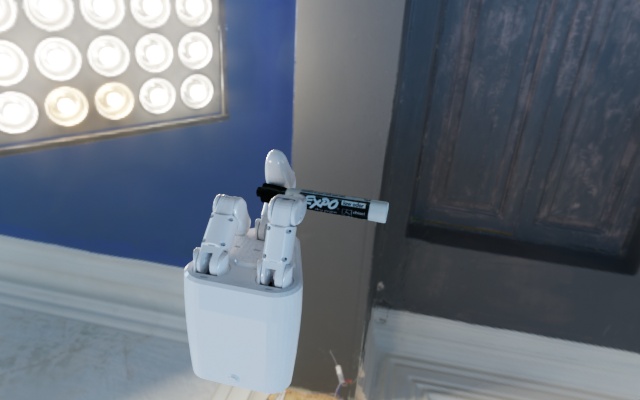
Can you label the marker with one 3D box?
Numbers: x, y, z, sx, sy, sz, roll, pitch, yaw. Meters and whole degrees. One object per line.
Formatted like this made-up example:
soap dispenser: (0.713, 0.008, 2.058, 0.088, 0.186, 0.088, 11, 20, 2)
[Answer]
marker: (0.000, 0.001, 0.431, 0.121, 0.020, 0.020, 9, 2, 11)
